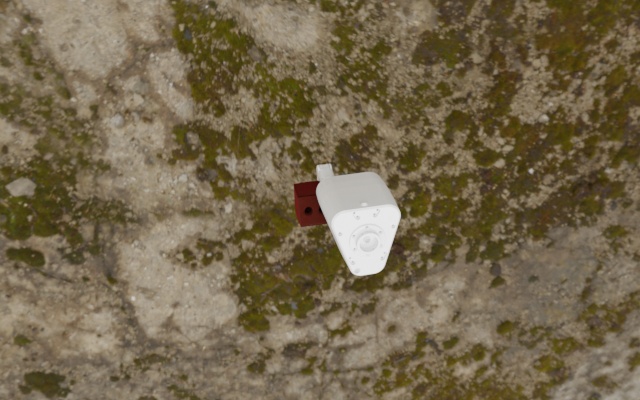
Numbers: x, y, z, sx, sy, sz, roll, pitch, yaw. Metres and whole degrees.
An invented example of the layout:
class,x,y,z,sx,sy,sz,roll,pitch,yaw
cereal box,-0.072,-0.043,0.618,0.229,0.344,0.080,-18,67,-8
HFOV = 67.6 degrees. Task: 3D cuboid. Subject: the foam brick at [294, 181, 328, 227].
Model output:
class,x,y,z,sx,sy,sz,roll,pitch,yaw
foam brick,0.000,0.003,0.739,0.078,0.053,0.051,-8,28,-6
